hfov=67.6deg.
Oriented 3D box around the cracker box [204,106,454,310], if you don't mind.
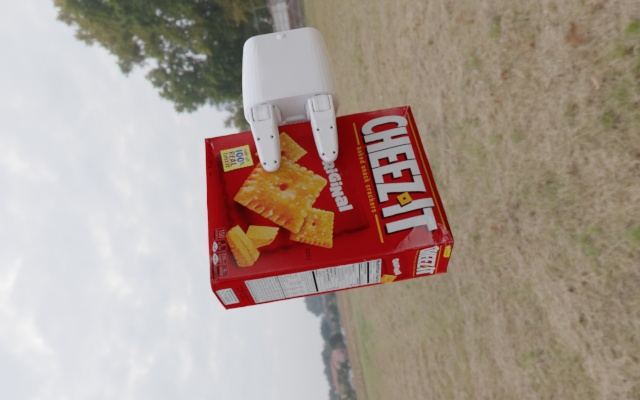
[{"bbox_3d":[0.000,0.002,0.463,0.214,0.164,0.072,-10,-32,0],"label":"cracker box"}]
